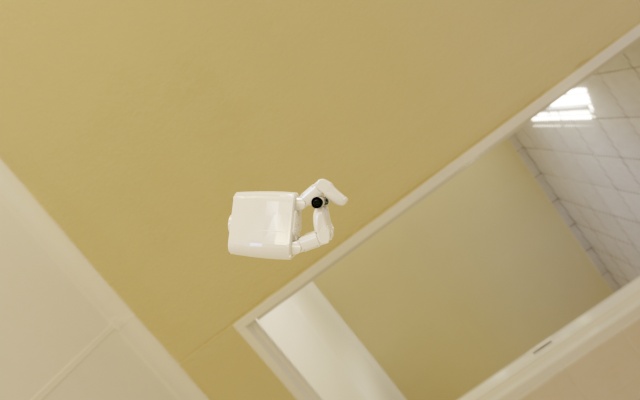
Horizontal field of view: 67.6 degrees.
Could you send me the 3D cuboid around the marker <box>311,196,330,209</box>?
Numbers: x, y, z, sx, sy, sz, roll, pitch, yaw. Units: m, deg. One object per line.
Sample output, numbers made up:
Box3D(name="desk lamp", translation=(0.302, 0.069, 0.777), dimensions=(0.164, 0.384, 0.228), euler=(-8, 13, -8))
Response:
Box3D(name="marker", translation=(0.000, 0.003, 0.804), dimensions=(0.020, 0.020, 0.121), euler=(0, 1, 7))
